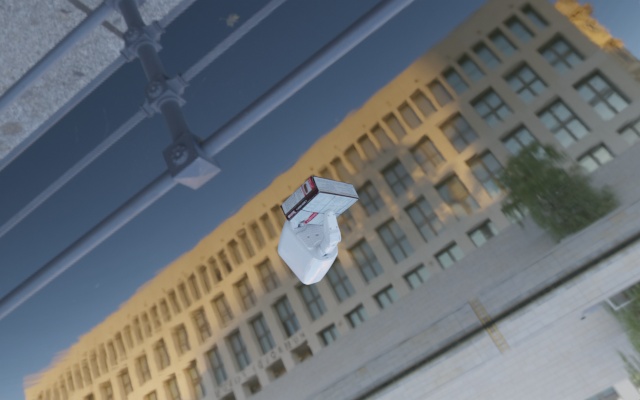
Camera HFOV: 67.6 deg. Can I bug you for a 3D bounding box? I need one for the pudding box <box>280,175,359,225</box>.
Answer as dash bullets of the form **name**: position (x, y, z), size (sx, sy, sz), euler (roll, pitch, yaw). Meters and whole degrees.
- **pudding box**: position (0.000, 0.003, 0.842), size (0.113, 0.039, 0.090), euler (7, -43, -49)
